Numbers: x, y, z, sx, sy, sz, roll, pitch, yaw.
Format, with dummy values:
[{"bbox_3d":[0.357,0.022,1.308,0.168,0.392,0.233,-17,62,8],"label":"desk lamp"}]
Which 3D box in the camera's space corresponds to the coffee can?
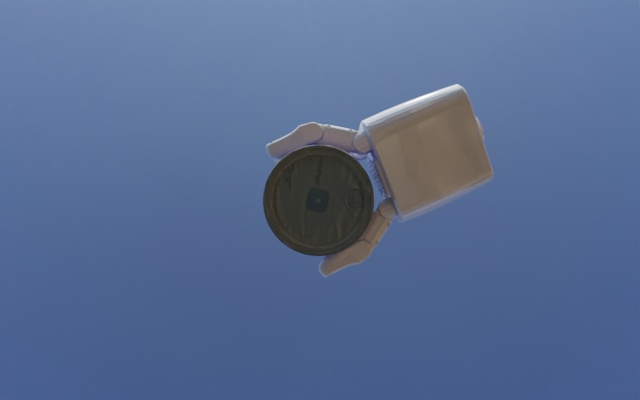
[{"bbox_3d":[0.000,0.002,0.506,0.103,0.103,0.140,0,-1,2],"label":"coffee can"}]
